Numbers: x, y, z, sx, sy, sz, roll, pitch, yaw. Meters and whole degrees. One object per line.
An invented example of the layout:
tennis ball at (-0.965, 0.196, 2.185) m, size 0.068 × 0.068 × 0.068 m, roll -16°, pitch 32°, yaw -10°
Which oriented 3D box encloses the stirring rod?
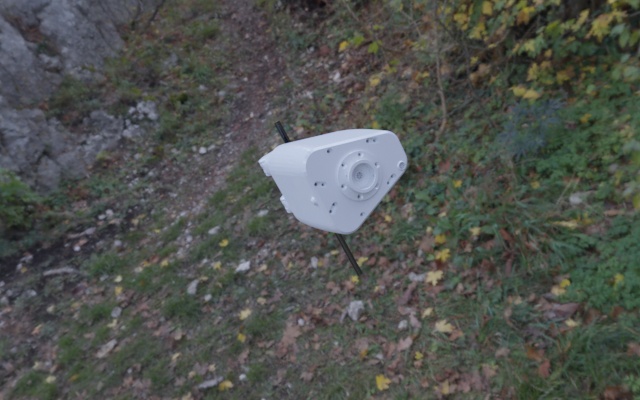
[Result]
stirring rod at (0.000, 0.002, 0.639) m, size 0.011 × 0.239 × 0.011 m, roll -26°, pitch 16°, yaw 8°
